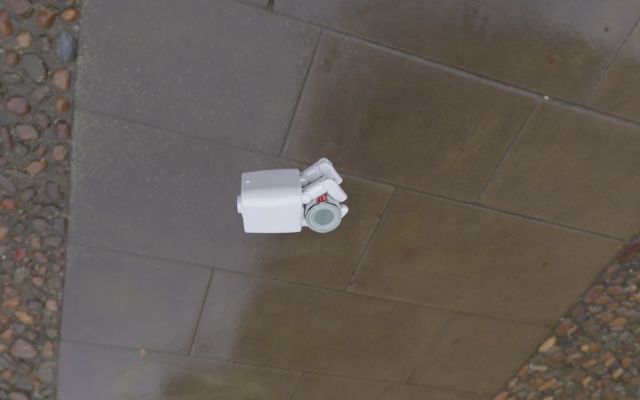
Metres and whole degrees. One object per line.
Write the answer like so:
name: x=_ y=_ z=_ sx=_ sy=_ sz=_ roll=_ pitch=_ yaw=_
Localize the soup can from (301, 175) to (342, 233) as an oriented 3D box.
soup can: x=0.001 y=0.003 z=0.887 sx=0.068 sy=0.068 sz=0.102 roll=0 pitch=34 yaw=-8
